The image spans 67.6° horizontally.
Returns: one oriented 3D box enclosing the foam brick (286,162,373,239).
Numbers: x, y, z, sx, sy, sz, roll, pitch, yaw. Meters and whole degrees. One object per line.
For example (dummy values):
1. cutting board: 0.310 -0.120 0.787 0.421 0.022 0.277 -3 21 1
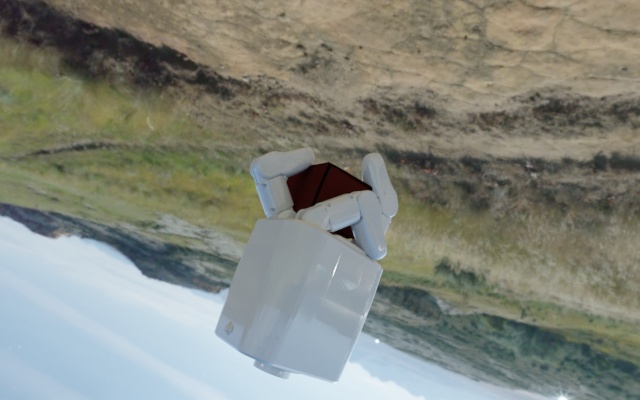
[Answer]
1. foam brick: 0.000 0.001 0.445 0.053 0.051 0.078 28 -15 -25
